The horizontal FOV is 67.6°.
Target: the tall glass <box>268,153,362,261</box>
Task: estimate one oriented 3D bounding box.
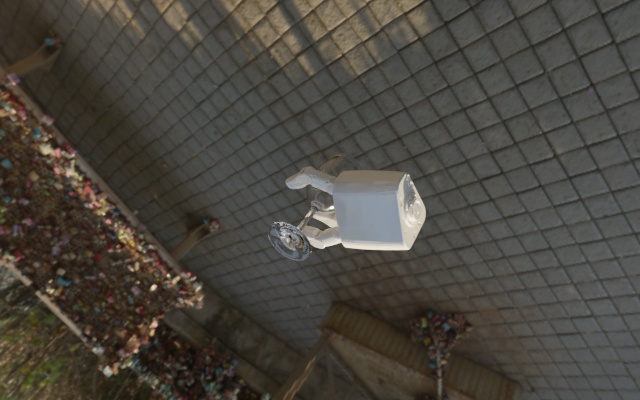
[{"bbox_3d":[0.000,0.003,0.769,0.079,0.079,0.201,0,36,35],"label":"tall glass"}]
